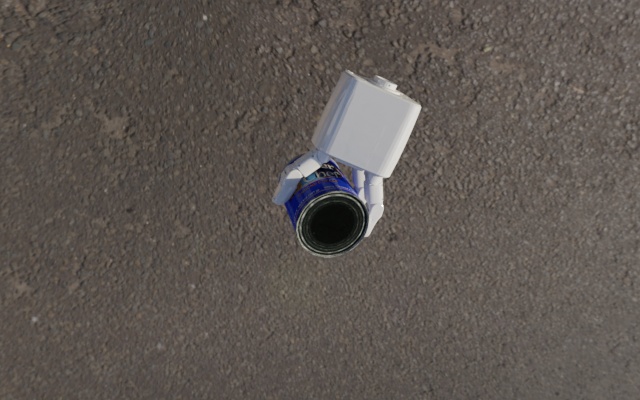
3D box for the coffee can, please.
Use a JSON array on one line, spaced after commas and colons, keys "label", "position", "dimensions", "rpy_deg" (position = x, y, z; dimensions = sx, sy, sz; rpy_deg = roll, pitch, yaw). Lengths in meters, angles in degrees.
[{"label": "coffee can", "position": [0.000, 0.002, 0.697], "dimensions": [0.103, 0.103, 0.140], "rpy_deg": [0, 27, -16]}]
